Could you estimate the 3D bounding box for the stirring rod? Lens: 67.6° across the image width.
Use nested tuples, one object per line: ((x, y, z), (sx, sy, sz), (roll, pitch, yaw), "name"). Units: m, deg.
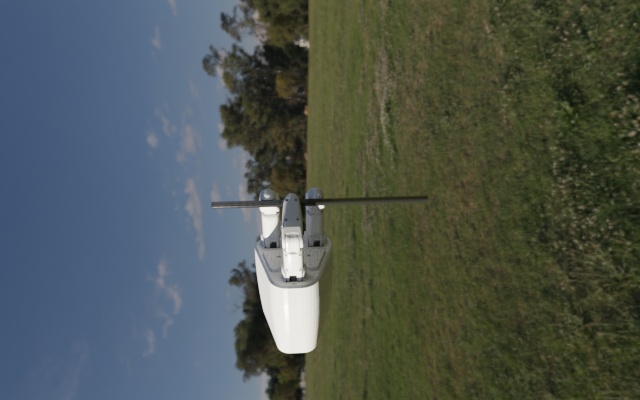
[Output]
((0.000, 0.002, 0.533), (0.239, 0.011, 0.011), (-2, 0, -2), "stirring rod")
